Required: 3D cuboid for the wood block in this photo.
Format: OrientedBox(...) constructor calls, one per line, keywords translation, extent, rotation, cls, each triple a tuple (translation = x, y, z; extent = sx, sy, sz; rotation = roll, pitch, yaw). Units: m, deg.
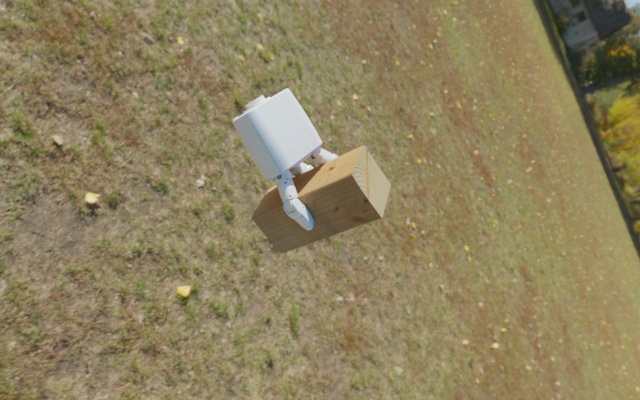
OrientedBox(translation=(0.000, 0.002, 0.792), extent=(0.206, 0.090, 0.090), rotation=(-22, 26, 32), cls="wood block")
